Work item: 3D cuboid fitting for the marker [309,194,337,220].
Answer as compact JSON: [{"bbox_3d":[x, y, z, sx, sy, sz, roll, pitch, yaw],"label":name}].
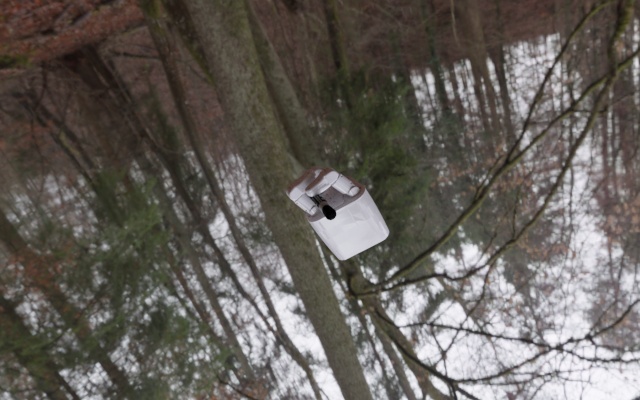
[{"bbox_3d":[0.000,0.003,0.776,0.020,0.020,0.121,0,20,-19],"label":"marker"}]
